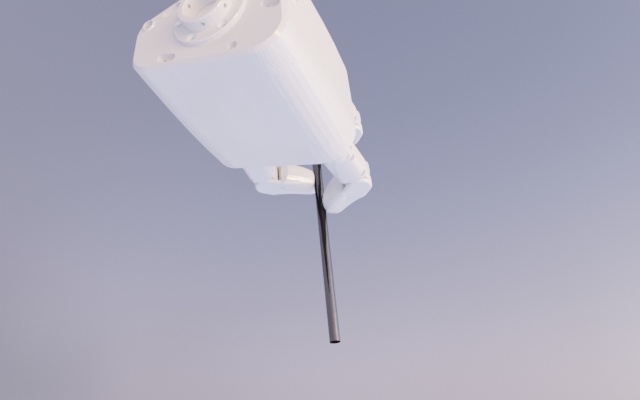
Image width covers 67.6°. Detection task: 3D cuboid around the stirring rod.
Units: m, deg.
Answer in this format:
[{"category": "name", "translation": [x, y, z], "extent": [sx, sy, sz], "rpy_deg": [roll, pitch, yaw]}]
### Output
[{"category": "stirring rod", "translation": [0.000, 0.001, 0.409], "extent": [0.011, 0.239, 0.011], "rpy_deg": [-4, -32, -3]}]
